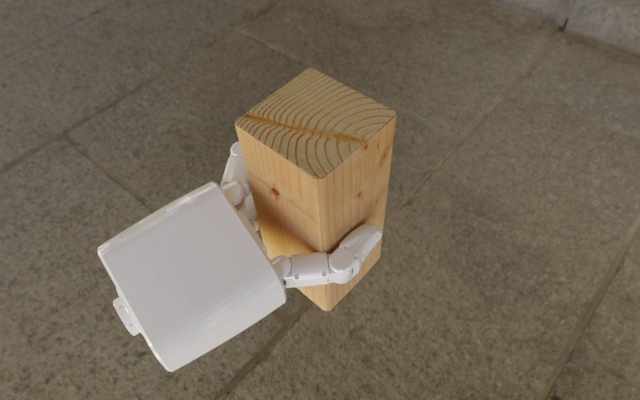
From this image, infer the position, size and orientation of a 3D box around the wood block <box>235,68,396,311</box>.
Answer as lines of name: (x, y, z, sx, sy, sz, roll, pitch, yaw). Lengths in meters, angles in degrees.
wood block: (0.000, 0.002, 0.436, 0.090, 0.206, 0.090, 35, 61, 26)
